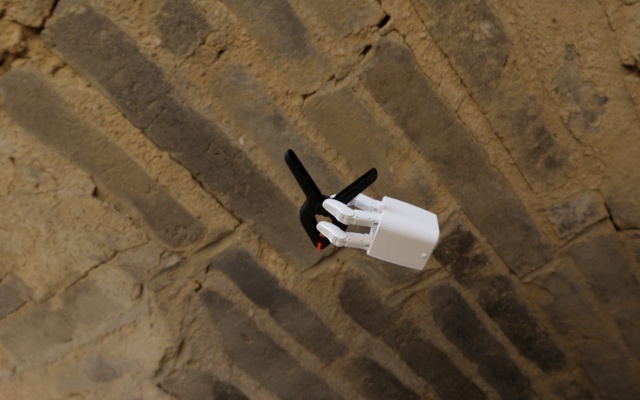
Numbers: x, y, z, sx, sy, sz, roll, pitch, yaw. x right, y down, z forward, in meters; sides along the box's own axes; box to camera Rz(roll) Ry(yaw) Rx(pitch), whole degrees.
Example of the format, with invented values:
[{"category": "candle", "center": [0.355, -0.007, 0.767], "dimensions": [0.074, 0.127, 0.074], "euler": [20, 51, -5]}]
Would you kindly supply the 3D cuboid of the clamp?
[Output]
[{"category": "clamp", "center": [0.000, 0.003, 0.874], "dimensions": [0.164, 0.210, 0.036], "euler": [19, 39, 5]}]
